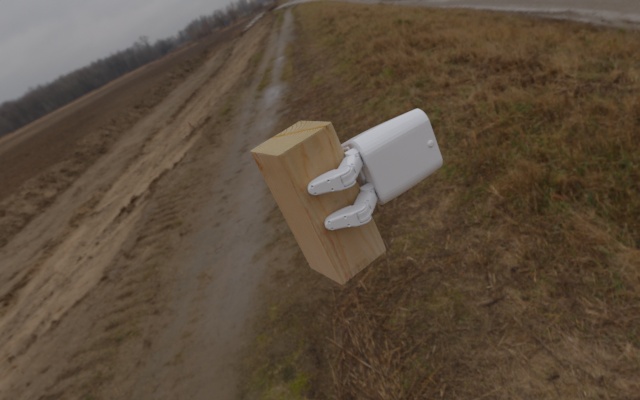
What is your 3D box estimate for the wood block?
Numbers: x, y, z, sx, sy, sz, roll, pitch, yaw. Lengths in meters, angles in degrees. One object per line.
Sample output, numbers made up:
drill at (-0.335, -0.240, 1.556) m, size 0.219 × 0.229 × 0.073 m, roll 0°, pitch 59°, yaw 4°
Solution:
wood block at (0.000, 0.002, 0.666) m, size 0.090 × 0.206 × 0.091 m, roll -35°, pitch 25°, yaw -21°
